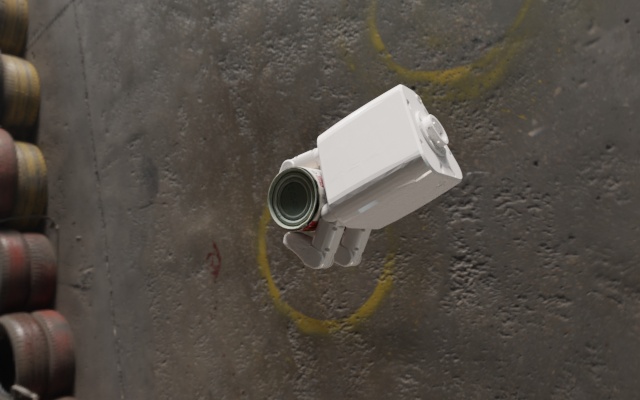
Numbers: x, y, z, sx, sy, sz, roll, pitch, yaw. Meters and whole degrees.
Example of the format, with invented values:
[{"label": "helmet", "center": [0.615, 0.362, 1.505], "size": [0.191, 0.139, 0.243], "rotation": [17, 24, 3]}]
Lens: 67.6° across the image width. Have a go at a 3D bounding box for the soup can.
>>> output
[{"label": "soup can", "center": [-0.001, 0.002, 0.524], "size": [0.068, 0.068, 0.102], "rotation": [0, -4, 36]}]
